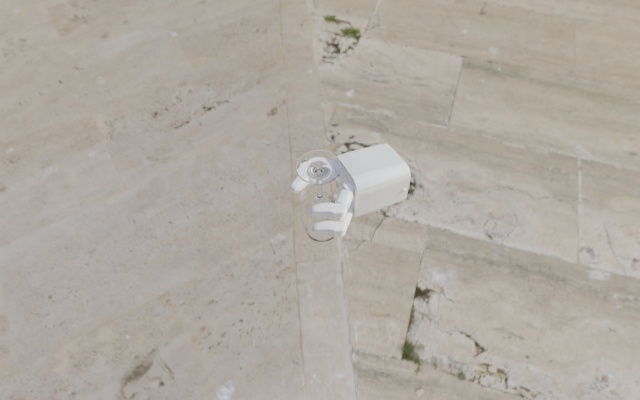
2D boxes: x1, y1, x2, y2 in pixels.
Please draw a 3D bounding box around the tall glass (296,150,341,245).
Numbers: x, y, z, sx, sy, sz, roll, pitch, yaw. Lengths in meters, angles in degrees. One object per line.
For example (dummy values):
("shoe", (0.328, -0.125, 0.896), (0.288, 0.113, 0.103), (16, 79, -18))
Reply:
("tall glass", (0.000, 0.002, 0.863), (0.079, 0.079, 0.201), (0, -36, 2))
